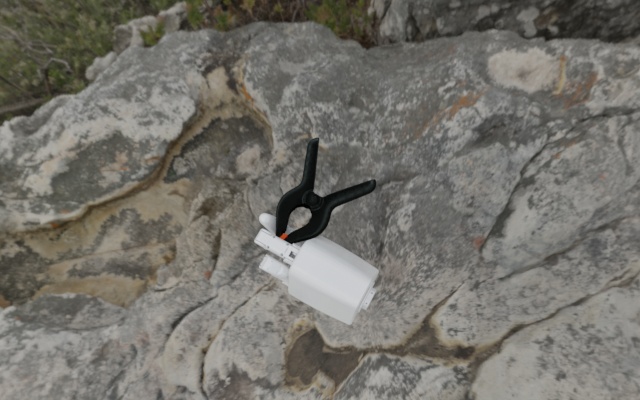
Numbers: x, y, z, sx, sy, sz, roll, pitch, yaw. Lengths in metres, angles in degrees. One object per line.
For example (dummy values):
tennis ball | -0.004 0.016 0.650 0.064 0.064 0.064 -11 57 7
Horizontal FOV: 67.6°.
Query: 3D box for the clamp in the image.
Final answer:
clamp | 0.000 0.002 0.702 0.120 0.171 0.039 28 -9 11
